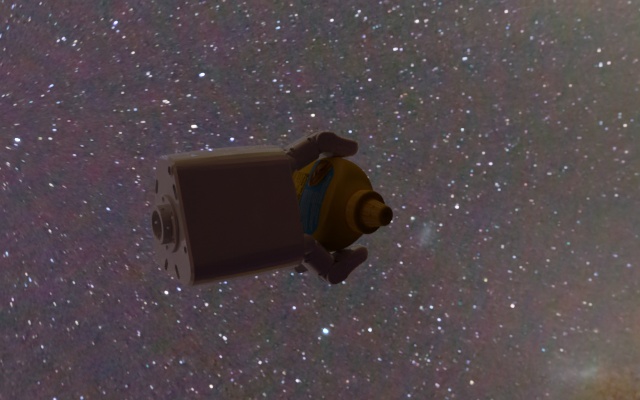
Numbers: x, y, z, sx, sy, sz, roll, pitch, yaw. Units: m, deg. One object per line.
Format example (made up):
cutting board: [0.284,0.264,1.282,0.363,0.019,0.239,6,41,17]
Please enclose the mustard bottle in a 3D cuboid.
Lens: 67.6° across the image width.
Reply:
mustard bottle: [0.000,0.002,0.495,0.058,0.096,0.191,22,-6,-37]
